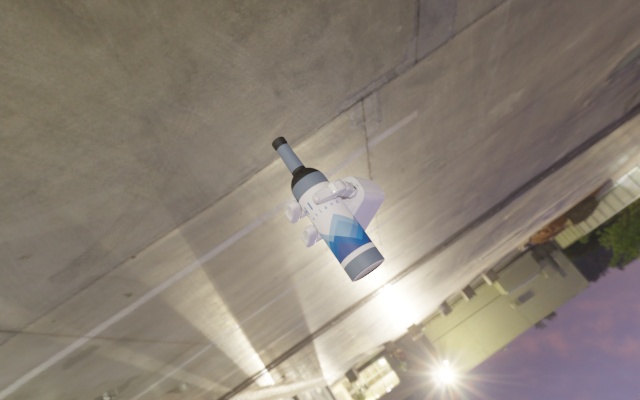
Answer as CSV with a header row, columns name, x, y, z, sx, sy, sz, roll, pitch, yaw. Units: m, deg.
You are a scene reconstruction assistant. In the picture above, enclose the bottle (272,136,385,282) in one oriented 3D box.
name,x,y,z,sx,sy,sz,roll,pitch,yaw
bottle,0.000,0.003,0.838,0.069,0.295,0.069,-30,-21,-13
